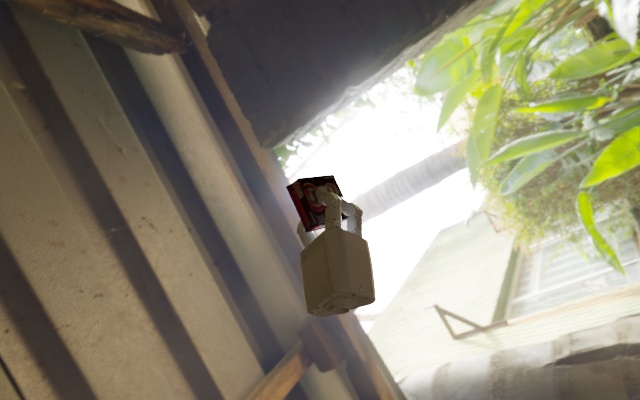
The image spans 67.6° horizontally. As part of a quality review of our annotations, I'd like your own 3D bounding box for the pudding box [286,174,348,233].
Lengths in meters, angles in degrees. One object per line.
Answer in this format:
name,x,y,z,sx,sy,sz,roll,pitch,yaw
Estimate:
pudding box,0.000,0.003,0.846,0.039,0.090,0.113,-30,-11,32
